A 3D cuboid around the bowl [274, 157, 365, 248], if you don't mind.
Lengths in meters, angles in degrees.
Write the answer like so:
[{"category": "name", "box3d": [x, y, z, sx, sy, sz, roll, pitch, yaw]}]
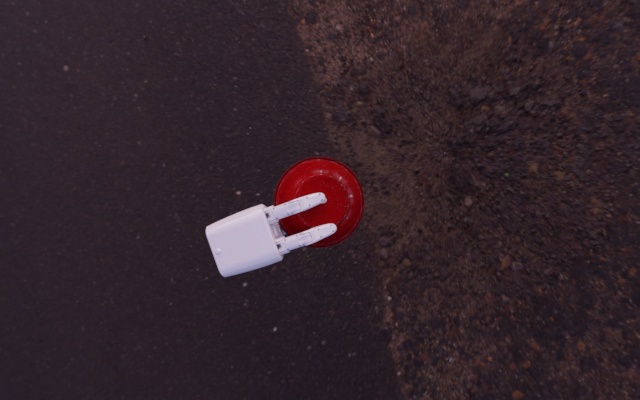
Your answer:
[{"category": "bowl", "box3d": [0.001, 0.002, 0.821, 0.162, 0.162, 0.055, 0, -1, -4]}]
